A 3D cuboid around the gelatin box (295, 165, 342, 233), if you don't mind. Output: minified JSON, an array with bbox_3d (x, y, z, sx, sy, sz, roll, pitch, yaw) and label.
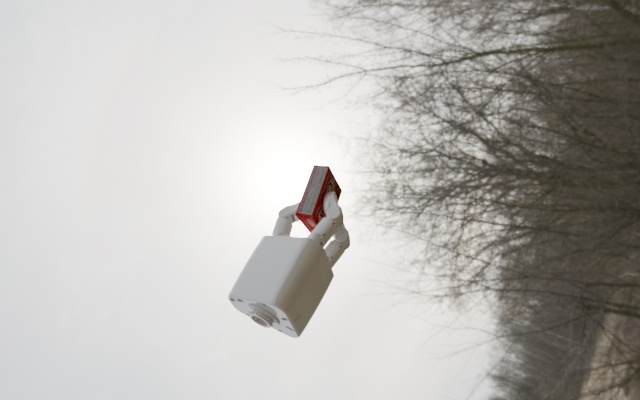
[{"bbox_3d":[0.000,0.002,0.726,0.030,0.089,0.073,8,-25,24],"label":"gelatin box"}]
